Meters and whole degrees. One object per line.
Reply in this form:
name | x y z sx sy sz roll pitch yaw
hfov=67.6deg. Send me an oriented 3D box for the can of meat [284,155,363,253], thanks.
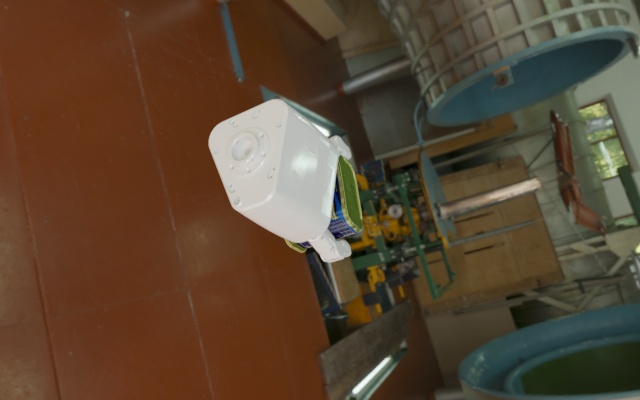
can of meat | 0.000 0.002 0.580 0.084 0.102 0.057 -19 -30 21
